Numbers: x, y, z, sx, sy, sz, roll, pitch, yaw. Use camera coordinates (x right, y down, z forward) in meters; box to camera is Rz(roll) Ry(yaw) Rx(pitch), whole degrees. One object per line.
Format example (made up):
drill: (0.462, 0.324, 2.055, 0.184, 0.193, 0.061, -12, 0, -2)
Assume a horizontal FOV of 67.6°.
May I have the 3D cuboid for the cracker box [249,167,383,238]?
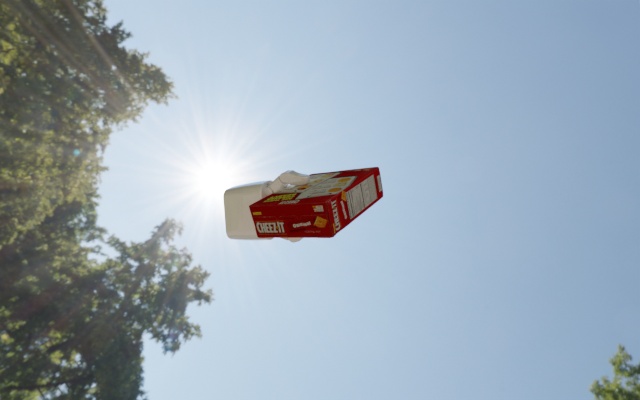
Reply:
cracker box: (0.000, 0.003, 0.887, 0.164, 0.072, 0.213, -4, 17, 32)
